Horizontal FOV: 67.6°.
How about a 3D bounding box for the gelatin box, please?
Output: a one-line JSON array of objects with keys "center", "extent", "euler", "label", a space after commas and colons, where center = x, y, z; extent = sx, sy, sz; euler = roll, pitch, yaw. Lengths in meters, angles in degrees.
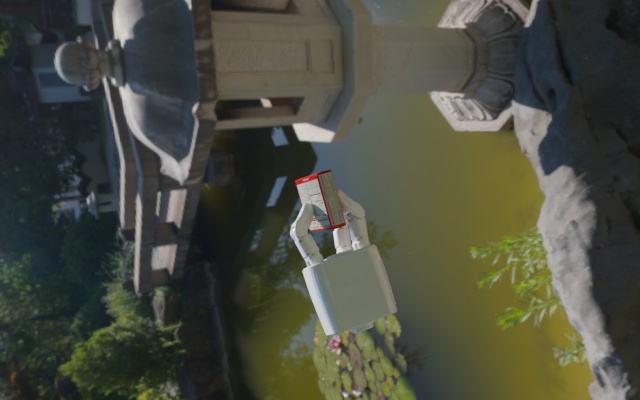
[{"center": [0.000, 0.002, 0.744], "extent": [0.030, 0.089, 0.073], "euler": [-18, 3, -29], "label": "gelatin box"}]
